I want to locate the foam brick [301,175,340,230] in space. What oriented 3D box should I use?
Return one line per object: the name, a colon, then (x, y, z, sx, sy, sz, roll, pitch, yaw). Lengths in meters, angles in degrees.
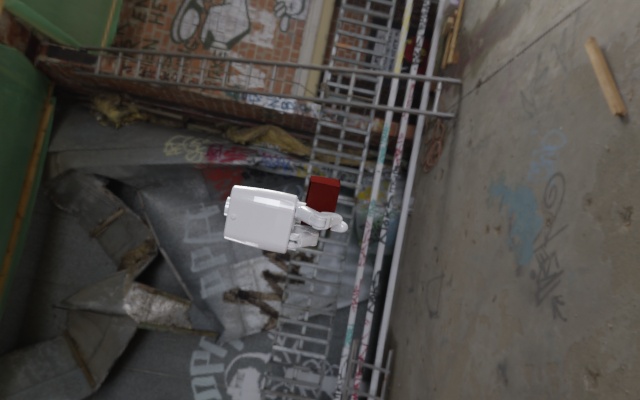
foam brick: (0.000, 0.002, 0.798, 0.051, 0.078, 0.053, 12, 14, -2)
